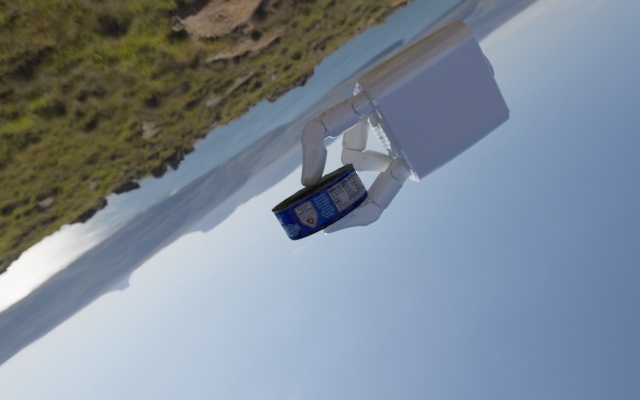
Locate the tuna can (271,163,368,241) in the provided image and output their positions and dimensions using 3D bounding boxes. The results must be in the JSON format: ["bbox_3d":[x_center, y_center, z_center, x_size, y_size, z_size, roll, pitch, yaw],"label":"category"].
[{"bbox_3d":[0.000,0.002,0.439,0.086,0.034,0.086,-30,7,4],"label":"tuna can"}]
